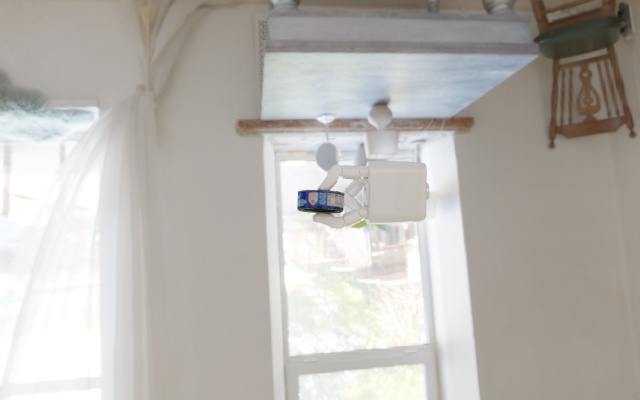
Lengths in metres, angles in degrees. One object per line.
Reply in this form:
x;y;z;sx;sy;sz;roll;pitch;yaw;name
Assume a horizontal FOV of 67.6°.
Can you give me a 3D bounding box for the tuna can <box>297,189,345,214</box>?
0.000;0.003;0.854;0.086;0.033;0.086;2;-8;0;tuna can
